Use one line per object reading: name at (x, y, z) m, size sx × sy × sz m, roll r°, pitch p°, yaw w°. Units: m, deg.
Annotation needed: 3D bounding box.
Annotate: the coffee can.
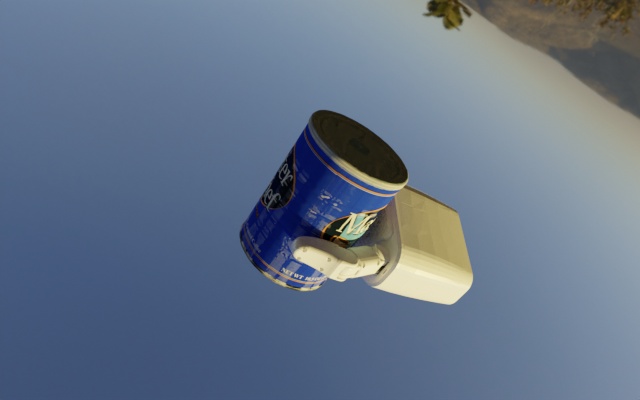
coffee can at (0.000, 0.001, 0.452) m, size 0.103 × 0.140 × 0.102 m, roll 27°, pitch 29°, yaw -16°
